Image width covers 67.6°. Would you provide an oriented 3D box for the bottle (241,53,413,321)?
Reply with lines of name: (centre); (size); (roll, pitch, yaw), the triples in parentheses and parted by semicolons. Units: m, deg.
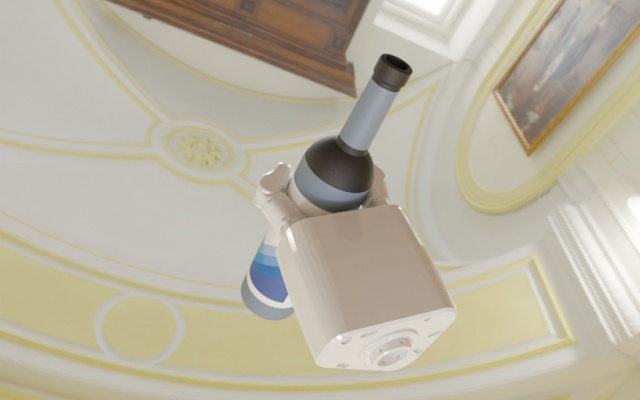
bottle: (0.000, 0.002, 0.442); (0.069, 0.296, 0.069); (18, 38, -14)
